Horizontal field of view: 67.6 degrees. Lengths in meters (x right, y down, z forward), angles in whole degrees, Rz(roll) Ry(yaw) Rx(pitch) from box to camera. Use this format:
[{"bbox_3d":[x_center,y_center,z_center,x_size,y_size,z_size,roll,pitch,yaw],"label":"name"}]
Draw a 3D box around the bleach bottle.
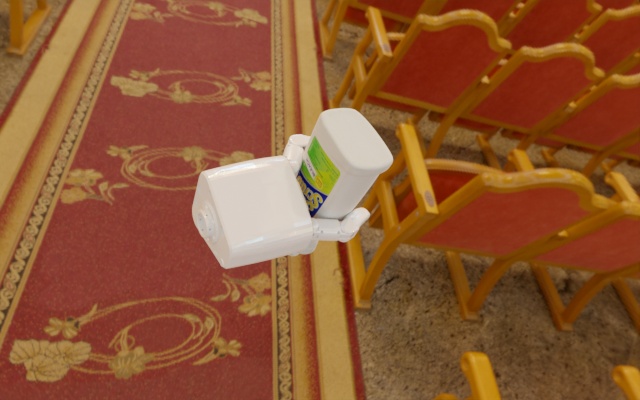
[{"bbox_3d":[0.000,0.002,0.634,0.068,0.102,0.251,-12,-32,-32],"label":"bleach bottle"}]
